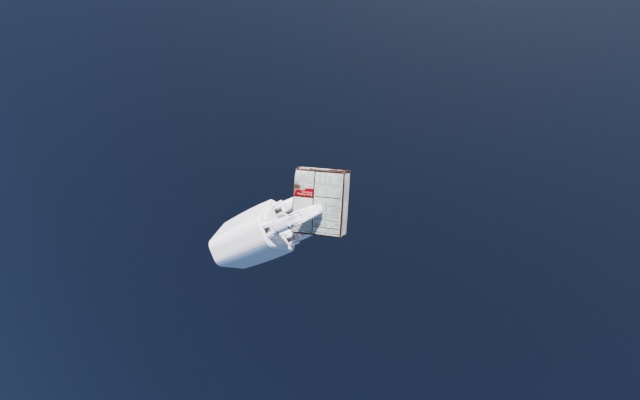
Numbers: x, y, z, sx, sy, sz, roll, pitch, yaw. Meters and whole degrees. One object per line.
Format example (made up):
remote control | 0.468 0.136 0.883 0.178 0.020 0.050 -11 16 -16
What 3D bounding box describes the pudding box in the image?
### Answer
pudding box | 0.000 0.003 0.800 0.090 0.113 0.039 6 9 16
